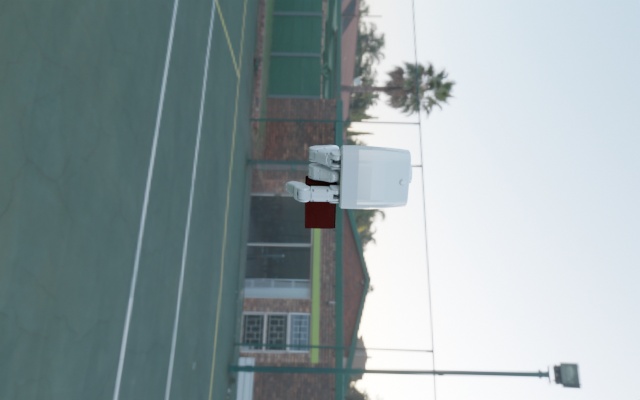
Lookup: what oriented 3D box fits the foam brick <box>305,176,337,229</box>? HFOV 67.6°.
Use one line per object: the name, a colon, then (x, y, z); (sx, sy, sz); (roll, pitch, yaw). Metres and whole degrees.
foam brick: (0.000, 0.003, 0.788); (0.051, 0.078, 0.053); (1, 19, -1)
